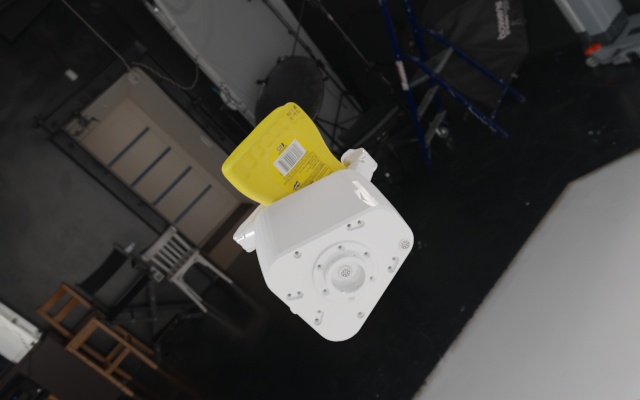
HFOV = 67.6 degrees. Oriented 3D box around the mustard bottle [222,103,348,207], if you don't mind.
[{"bbox_3d":[0.000,0.001,0.484,0.192,0.096,0.058,46,-20,-19],"label":"mustard bottle"}]
